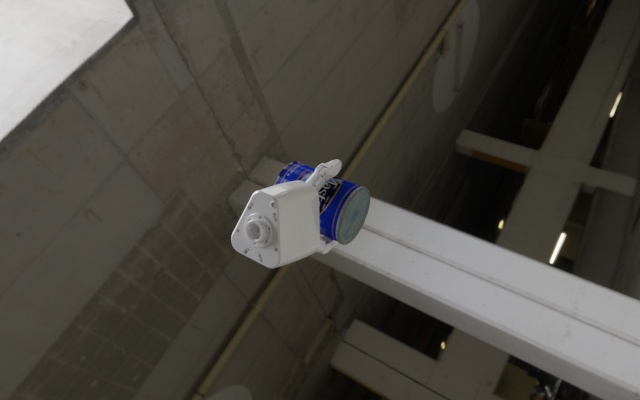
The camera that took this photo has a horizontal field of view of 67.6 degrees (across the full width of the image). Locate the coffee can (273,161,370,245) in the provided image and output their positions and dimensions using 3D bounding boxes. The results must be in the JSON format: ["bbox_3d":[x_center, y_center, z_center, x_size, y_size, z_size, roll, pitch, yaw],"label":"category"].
[{"bbox_3d":[0.000,0.003,0.822,0.140,0.103,0.103,23,10,26],"label":"coffee can"}]
